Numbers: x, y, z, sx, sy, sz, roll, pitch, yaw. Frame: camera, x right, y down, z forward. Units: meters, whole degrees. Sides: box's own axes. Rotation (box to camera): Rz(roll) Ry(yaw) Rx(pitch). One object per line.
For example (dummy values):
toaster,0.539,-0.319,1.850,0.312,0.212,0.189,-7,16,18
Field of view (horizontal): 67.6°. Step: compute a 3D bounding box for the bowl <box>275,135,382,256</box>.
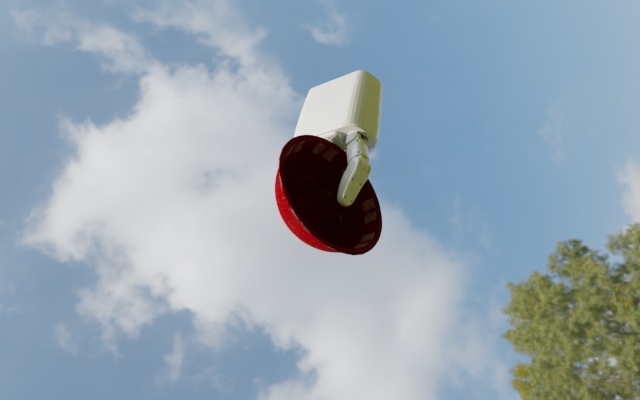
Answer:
bowl,-0.001,0.003,0.579,0.162,0.162,0.055,0,-28,-47
